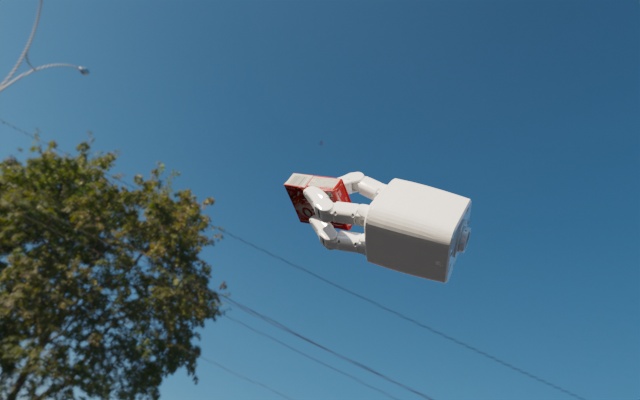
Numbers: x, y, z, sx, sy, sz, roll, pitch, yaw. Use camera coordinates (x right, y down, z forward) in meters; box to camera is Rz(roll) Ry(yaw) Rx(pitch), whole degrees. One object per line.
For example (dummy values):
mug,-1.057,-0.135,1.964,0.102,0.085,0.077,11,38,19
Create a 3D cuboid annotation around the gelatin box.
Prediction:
gelatin box,0.000,0.002,0.669,0.089,0.073,0.030,9,46,36
